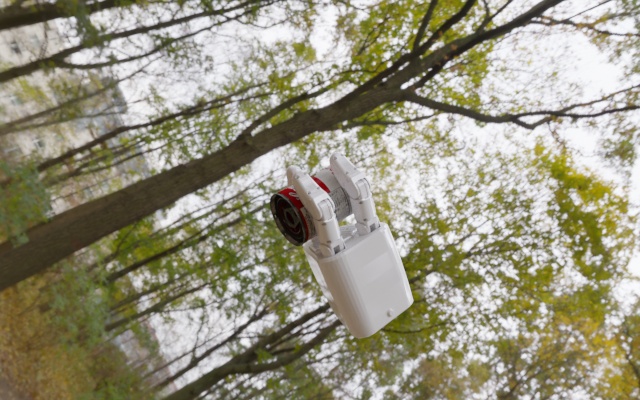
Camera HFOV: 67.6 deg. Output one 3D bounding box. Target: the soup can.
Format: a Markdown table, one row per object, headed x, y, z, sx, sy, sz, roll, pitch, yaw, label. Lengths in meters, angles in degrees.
| x | y | z | sx | sy | sz | roll | pitch | yaw | label |
| --- | --- | --- | --- | --- | --- | --- | --- | --- | --- |
| 0.000 | 0.001 | 0.574 | 0.102 | 0.068 | 0.068 | -28 | 14 | -27 | soup can |
